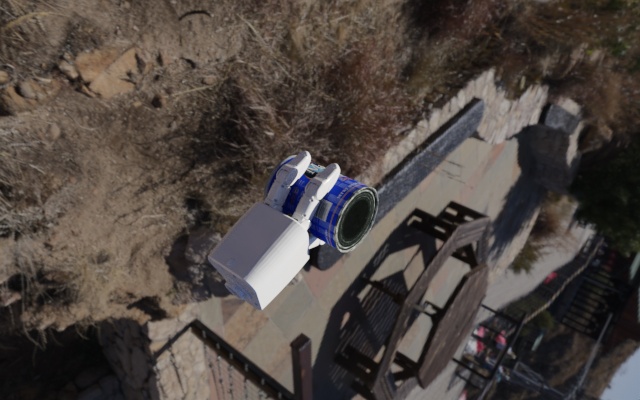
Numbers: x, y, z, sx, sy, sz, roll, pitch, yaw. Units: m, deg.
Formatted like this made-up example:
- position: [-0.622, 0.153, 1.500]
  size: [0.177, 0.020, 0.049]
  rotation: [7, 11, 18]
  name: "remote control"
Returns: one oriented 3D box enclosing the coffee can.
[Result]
- position: [0.000, 0.002, 0.716]
  size: [0.140, 0.103, 0.103]
  rotation: [26, 14, 32]
  name: "coffee can"
